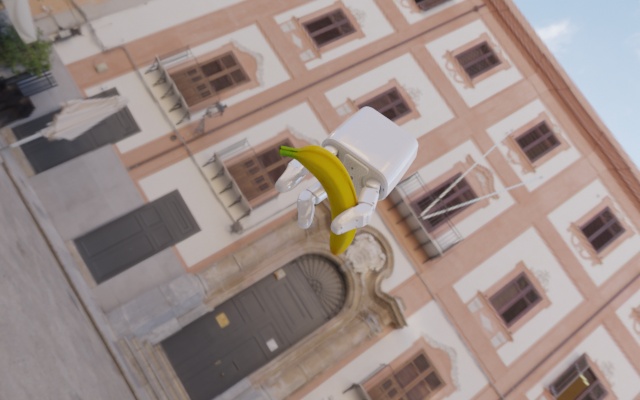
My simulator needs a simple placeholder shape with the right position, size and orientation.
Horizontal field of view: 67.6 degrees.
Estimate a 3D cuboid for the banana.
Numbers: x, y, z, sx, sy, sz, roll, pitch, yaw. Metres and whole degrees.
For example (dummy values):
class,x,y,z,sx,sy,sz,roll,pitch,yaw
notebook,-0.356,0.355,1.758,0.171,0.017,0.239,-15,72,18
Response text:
class,x,y,z,sx,sy,sz,roll,pitch,yaw
banana,0.016,-0.003,0.639,0.069,0.198,0.037,-8,37,25
